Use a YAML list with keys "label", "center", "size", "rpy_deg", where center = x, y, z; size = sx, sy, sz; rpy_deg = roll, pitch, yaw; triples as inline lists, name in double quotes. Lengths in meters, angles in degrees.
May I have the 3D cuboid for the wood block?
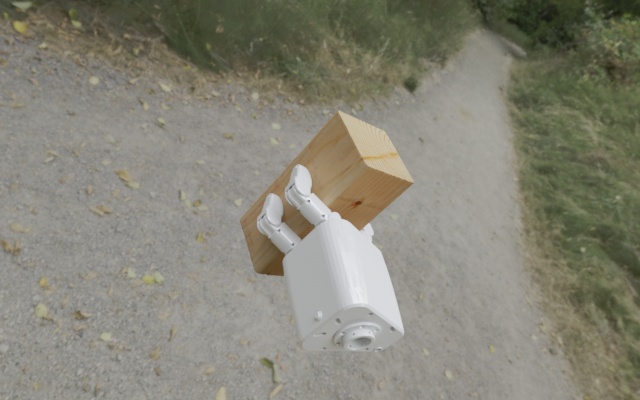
- label: "wood block"
  center: [0.001, 0.002, 0.594]
  size: [0.091, 0.090, 0.206]
  rpy_deg: [15, -48, -43]
